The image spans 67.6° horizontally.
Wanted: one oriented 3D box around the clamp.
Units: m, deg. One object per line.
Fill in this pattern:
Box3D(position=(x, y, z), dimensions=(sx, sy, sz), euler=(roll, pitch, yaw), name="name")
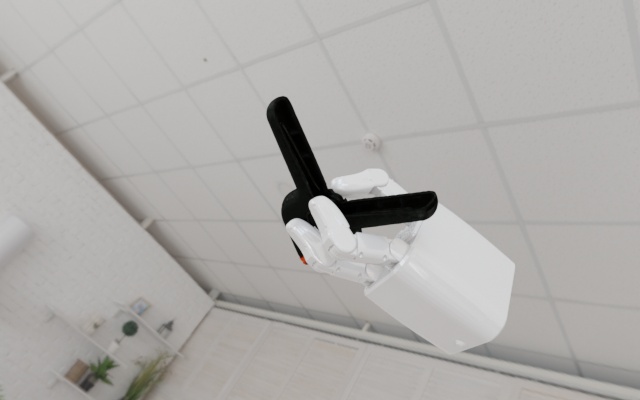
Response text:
Box3D(position=(0.001, 0.001, 0.468), dimensions=(0.164, 0.036, 0.210), euler=(38, -32, 3), name="clamp")
